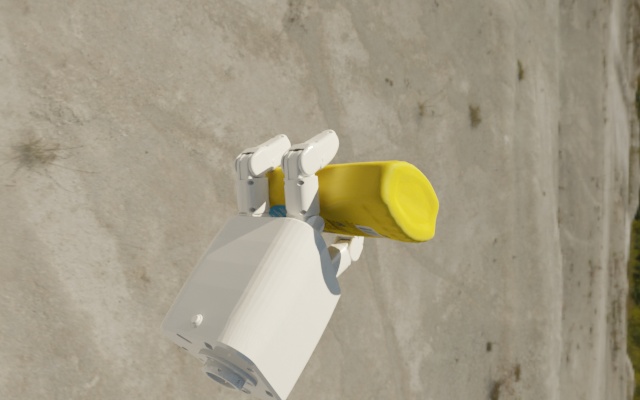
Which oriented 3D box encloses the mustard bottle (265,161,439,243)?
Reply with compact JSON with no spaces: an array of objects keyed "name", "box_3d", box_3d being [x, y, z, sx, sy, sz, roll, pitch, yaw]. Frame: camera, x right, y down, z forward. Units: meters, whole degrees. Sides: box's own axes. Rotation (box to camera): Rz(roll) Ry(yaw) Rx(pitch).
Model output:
[{"name":"mustard bottle","box_3d":[0.000,0.001,0.430,0.191,0.058,0.096,1,-18,38]}]
